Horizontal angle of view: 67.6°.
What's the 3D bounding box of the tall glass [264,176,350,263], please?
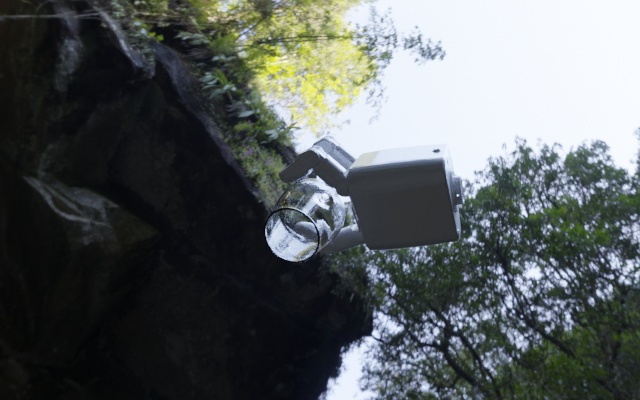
[{"bbox_3d":[0.000,0.002,0.576,0.079,0.079,0.201,0,21,19],"label":"tall glass"}]
